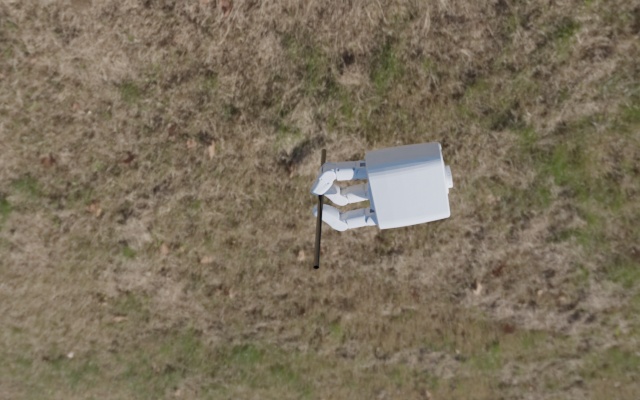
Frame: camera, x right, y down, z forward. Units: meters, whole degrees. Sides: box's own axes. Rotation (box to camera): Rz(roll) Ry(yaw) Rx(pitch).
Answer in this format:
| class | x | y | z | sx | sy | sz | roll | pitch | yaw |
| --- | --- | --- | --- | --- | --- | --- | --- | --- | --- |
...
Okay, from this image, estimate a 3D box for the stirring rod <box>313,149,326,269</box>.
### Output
| class | x | y | z | sx | sy | sz | roll | pitch | yaw |
| --- | --- | --- | --- | --- | --- | --- | --- | --- | --- |
| stirring rod | 0.000 | 0.002 | 0.710 | 0.011 | 0.239 | 0.011 | 2 | -45 | 2 |
